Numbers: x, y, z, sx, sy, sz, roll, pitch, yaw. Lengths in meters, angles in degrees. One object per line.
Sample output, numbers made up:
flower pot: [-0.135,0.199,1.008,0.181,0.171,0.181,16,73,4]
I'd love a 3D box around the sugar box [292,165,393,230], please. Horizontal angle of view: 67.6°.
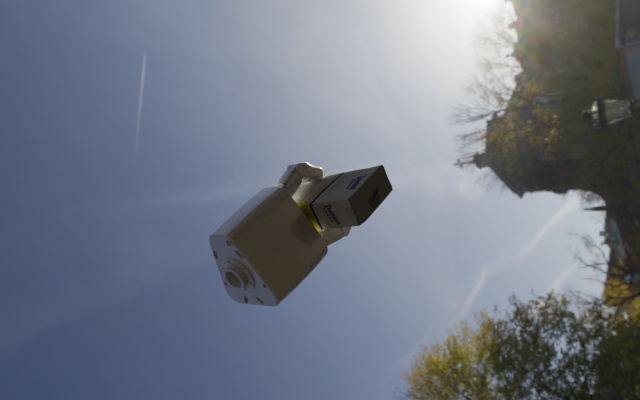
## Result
sugar box: [0.000,0.003,0.648,0.176,0.048,0.093,-5,27,41]
